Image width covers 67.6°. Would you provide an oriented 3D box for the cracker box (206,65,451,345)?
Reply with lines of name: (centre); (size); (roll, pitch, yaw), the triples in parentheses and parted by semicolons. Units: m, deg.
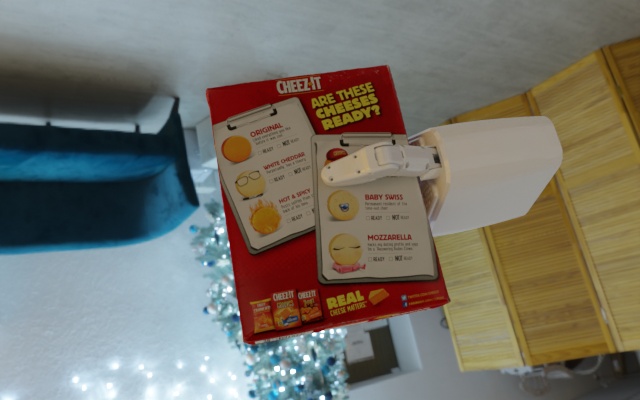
cracker box: (0.000, 0.001, 0.415); (0.164, 0.213, 0.072); (-9, -16, -8)
